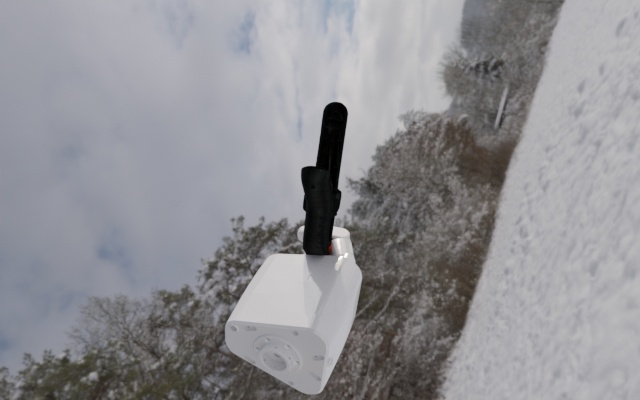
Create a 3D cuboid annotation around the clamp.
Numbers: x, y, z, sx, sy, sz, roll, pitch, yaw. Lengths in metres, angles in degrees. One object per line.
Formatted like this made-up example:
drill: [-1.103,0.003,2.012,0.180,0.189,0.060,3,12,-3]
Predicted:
clamp: [-0.001,0.002,0.473,0.039,0.172,0.120,11,34,13]
